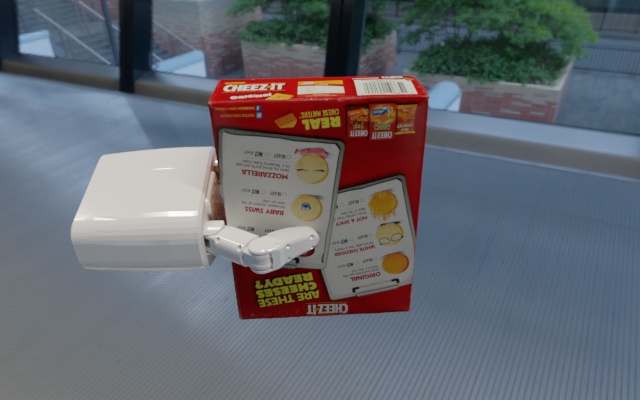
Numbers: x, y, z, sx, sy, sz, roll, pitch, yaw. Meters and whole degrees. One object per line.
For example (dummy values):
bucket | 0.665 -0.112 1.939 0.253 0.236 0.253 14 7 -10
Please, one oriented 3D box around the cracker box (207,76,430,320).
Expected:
cracker box | 0.000 0.001 0.424 0.164 0.214 0.072 -2 31 -1
